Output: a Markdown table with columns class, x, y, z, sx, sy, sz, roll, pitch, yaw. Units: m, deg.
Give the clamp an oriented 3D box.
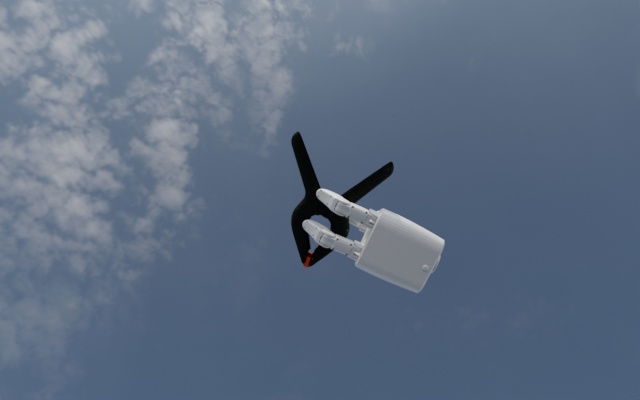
| class | x | y | z | sx | sy | sz | roll | pitch | yaw |
| --- | --- | --- | --- | --- | --- | --- | --- | --- | --- |
| clamp | 0.000 | 0.003 | 0.759 | 0.164 | 0.210 | 0.036 | 25 | 13 | 5 |
